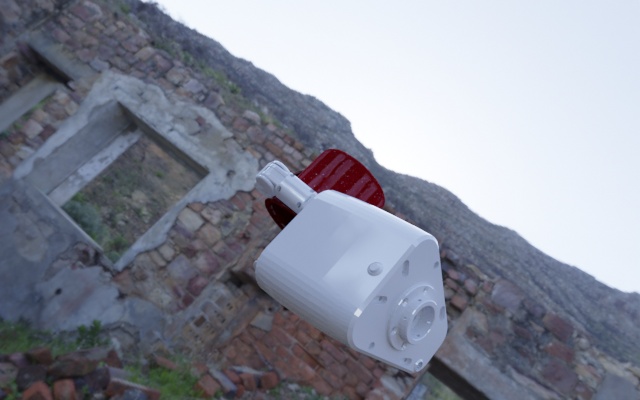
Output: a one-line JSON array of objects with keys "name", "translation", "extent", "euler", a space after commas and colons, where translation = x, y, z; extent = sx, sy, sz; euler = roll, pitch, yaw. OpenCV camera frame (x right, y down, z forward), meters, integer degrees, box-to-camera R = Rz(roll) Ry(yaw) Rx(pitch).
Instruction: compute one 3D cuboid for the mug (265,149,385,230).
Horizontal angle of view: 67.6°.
[{"name": "mug", "translation": [-0.001, 0.001, 0.469], "extent": [0.117, 0.081, 0.093], "euler": [26, -25, 46]}]
